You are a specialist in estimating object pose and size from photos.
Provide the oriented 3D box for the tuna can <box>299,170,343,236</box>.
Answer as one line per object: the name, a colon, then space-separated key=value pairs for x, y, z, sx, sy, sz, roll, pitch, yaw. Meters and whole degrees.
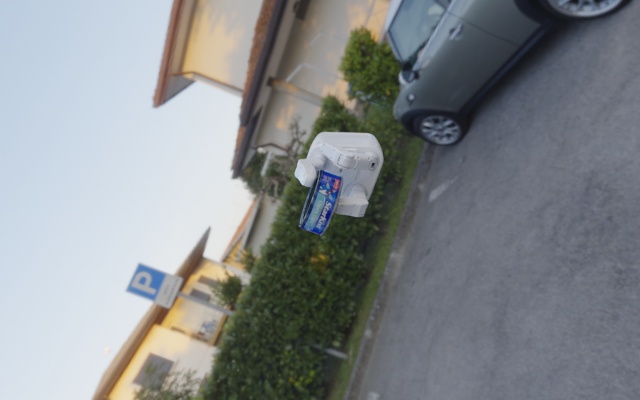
tuna can: x=0.000 y=0.002 z=0.647 sx=0.034 sy=0.086 sz=0.086 roll=20 pitch=-3 yaw=-7
